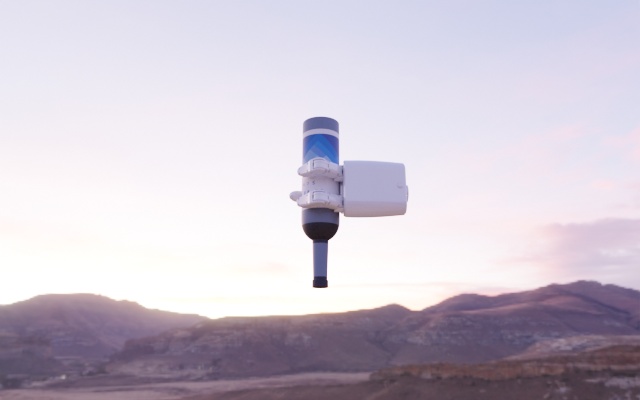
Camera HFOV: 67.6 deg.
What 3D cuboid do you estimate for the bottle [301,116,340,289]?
[{"bbox_3d":[0.000,0.002,0.827,0.069,0.295,0.069,0,-16,0],"label":"bottle"}]
